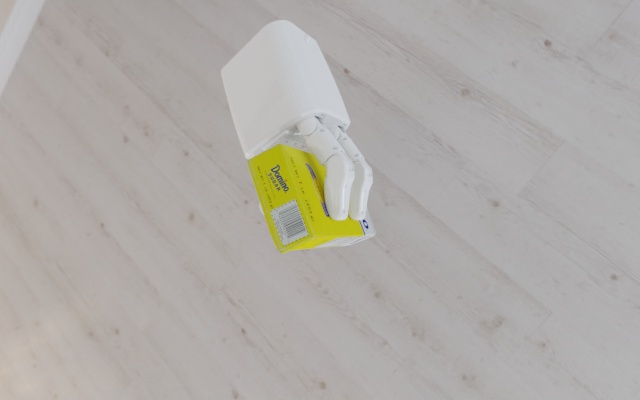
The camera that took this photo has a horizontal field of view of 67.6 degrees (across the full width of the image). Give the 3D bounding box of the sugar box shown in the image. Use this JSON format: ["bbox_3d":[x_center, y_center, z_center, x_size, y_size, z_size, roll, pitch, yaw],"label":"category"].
[{"bbox_3d":[0.000,0.001,0.499,0.048,0.093,0.176,-24,-11,24],"label":"sugar box"}]
